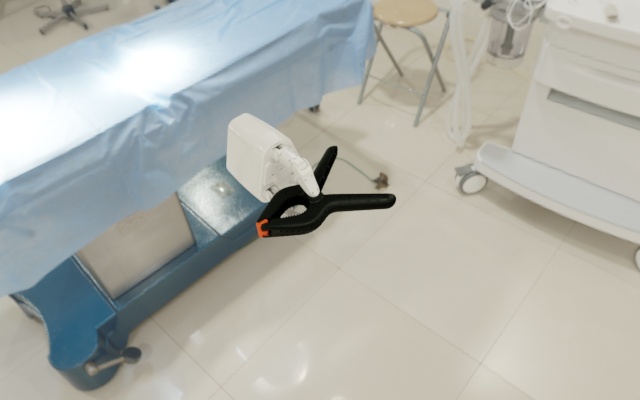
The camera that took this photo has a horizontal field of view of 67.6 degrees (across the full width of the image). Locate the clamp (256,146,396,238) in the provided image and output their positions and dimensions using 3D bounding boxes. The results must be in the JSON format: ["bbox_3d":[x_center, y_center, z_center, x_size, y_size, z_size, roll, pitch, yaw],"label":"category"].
[{"bbox_3d":[-0.001,0.002,0.737,0.210,0.036,0.164,-35,52,-25],"label":"clamp"}]
